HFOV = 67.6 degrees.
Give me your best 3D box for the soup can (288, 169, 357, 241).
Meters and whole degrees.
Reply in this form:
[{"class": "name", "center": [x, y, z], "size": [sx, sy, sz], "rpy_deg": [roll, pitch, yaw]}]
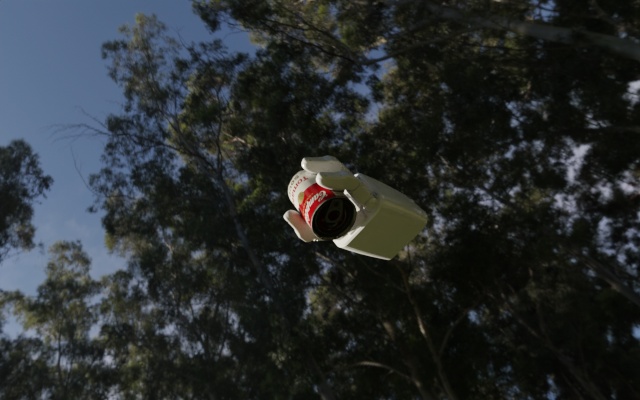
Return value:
[{"class": "soup can", "center": [0.000, 0.002, 0.687], "size": [0.068, 0.068, 0.102], "rpy_deg": [0, 28, -25]}]
